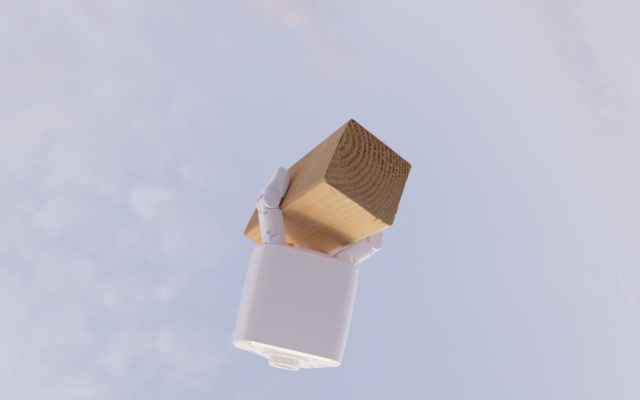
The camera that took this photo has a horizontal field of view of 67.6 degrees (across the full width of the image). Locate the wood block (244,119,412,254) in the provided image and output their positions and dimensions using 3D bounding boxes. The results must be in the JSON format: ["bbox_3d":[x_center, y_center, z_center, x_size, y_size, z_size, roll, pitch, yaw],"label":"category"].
[{"bbox_3d":[0.000,0.002,0.574,0.091,0.090,0.206,35,-33,-17],"label":"wood block"}]
